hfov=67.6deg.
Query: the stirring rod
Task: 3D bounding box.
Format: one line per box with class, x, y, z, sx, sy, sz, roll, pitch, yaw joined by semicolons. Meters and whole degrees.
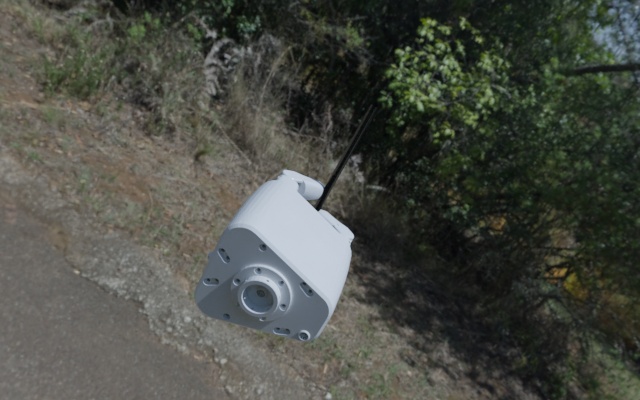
stirring rod;0.000;0.002;0.528;0.011;0.240;0.011;25;22;-11
